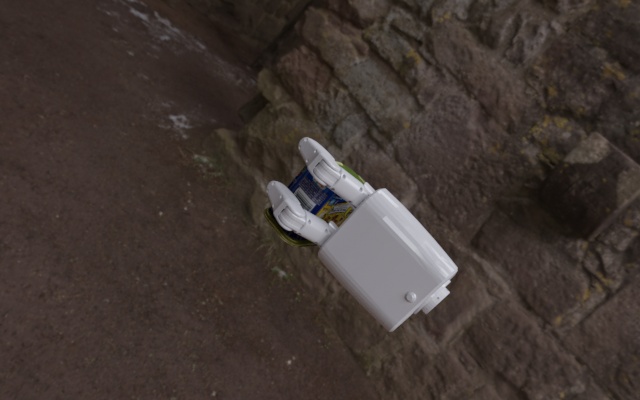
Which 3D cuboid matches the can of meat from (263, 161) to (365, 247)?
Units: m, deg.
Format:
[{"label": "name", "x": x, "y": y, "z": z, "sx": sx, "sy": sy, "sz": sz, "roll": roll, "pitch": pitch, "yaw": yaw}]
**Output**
[{"label": "can of meat", "x": 0.000, "y": 0.001, "z": 0.529, "sx": 0.057, "sy": 0.084, "sz": 0.102, "roll": 49, "pitch": 20, "yaw": 22}]
